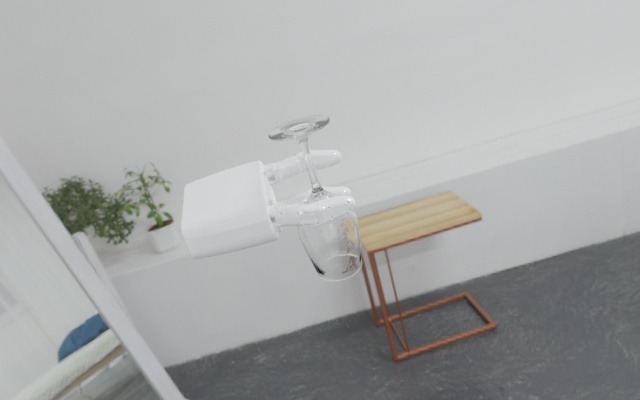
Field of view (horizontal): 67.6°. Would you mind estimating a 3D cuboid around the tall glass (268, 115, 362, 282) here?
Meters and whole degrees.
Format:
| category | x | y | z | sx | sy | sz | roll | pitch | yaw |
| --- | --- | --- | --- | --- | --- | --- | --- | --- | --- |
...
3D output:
| category | x | y | z | sx | sy | sz | roll | pitch | yaw |
| --- | --- | --- | --- | --- | --- | --- | --- | --- | --- |
| tall glass | 0.000 | 0.001 | 0.592 | 0.079 | 0.201 | 0.079 | -14 | 24 | 6 |
